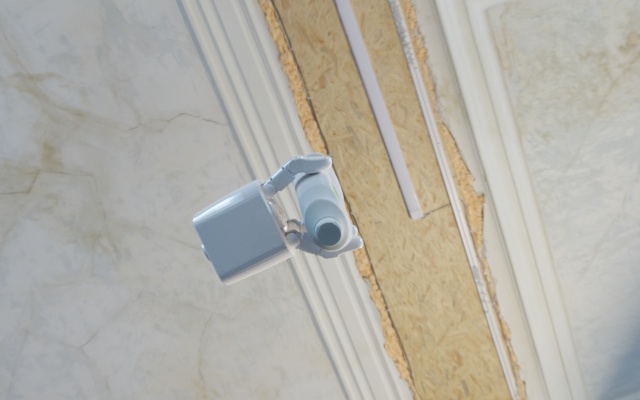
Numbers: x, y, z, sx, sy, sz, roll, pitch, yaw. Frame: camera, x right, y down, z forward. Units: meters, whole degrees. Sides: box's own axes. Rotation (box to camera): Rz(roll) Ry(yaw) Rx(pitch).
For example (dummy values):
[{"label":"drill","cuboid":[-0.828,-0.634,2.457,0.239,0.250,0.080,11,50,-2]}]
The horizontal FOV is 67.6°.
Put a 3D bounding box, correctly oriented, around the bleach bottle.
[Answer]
[{"label":"bleach bottle","cuboid":[0.000,0.002,0.657,0.068,0.102,0.250,-27,13,4]}]
